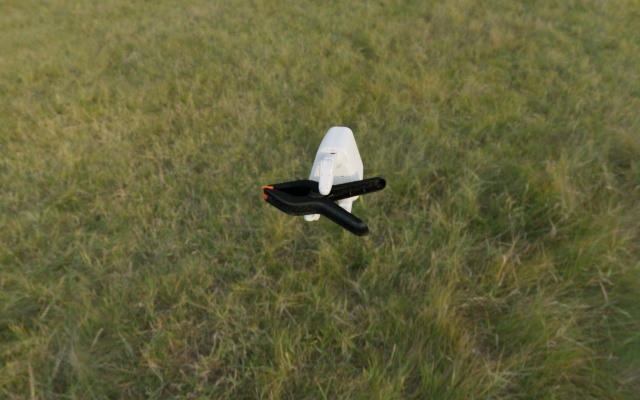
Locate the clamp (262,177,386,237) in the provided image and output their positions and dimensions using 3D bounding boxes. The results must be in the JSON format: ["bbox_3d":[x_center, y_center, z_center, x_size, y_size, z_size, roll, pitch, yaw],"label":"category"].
[{"bbox_3d":[0.000,0.002,0.796,0.210,0.036,0.164,3,30,10],"label":"clamp"}]
